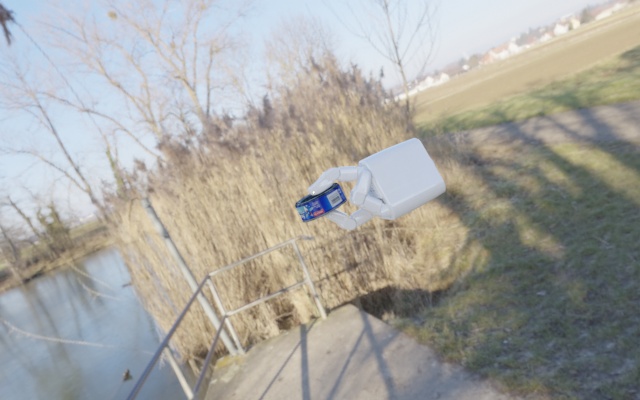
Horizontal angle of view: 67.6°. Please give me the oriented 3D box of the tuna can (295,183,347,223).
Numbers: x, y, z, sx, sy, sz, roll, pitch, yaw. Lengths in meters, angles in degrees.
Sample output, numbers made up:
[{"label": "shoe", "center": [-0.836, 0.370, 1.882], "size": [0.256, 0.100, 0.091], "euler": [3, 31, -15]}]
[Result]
[{"label": "tuna can", "center": [0.000, 0.002, 0.815], "size": [0.086, 0.034, 0.086], "euler": [-26, 8, 4]}]
